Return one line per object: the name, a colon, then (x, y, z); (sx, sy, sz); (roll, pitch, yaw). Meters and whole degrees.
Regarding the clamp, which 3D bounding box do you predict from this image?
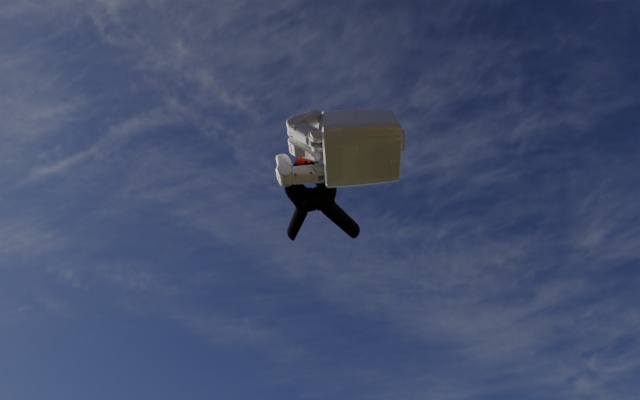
clamp: (0.000, 0.002, 0.739); (0.120, 0.172, 0.039); (-1, 44, 4)
